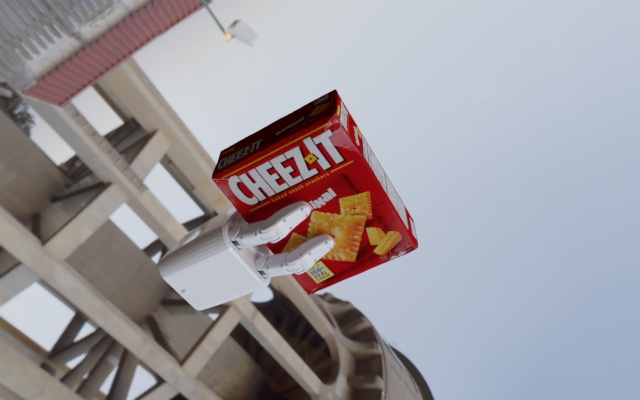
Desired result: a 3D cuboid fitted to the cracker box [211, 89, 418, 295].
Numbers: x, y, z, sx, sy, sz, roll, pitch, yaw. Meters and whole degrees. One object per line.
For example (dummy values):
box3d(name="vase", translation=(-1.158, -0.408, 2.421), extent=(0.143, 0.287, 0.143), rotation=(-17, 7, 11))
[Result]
box3d(name="cracker box", translation=(0.000, 0.002, 0.580), extent=(0.164, 0.214, 0.072), rotation=(-25, 31, 17))
